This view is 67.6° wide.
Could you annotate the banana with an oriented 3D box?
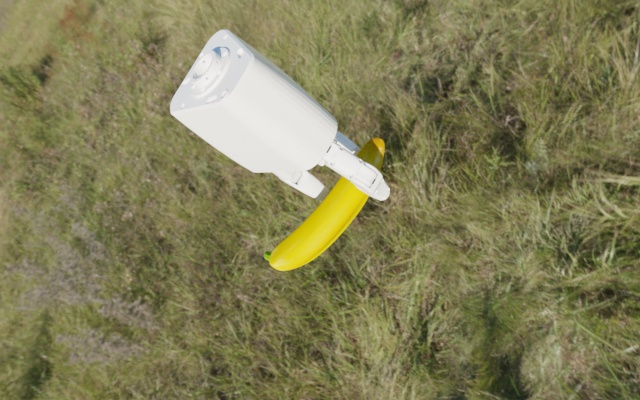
[{"bbox_3d":[0.003,0.015,0.515,0.037,0.198,0.069,32,21,-38],"label":"banana"}]
